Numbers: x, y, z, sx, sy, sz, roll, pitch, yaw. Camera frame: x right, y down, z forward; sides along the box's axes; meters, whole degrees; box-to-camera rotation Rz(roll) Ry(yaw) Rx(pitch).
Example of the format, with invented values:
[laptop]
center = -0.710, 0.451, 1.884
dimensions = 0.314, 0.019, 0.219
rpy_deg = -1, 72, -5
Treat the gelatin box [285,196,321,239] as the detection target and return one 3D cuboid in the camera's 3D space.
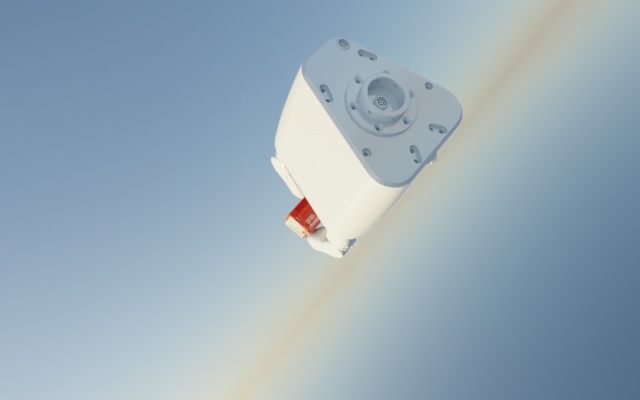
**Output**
[gelatin box]
center = 0.000, 0.001, 0.485
dimensions = 0.030, 0.073, 0.089
rpy_deg = 43, -11, 0
